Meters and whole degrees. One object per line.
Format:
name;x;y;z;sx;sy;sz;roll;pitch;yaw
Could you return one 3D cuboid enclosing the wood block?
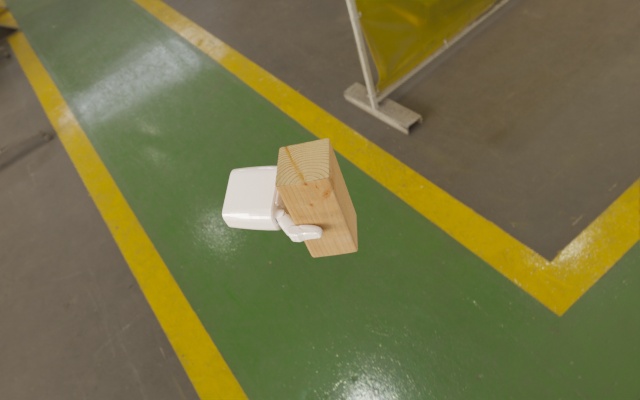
wood block;0.000;0.003;0.837;0.090;0.090;0.206;-9;-41;13
